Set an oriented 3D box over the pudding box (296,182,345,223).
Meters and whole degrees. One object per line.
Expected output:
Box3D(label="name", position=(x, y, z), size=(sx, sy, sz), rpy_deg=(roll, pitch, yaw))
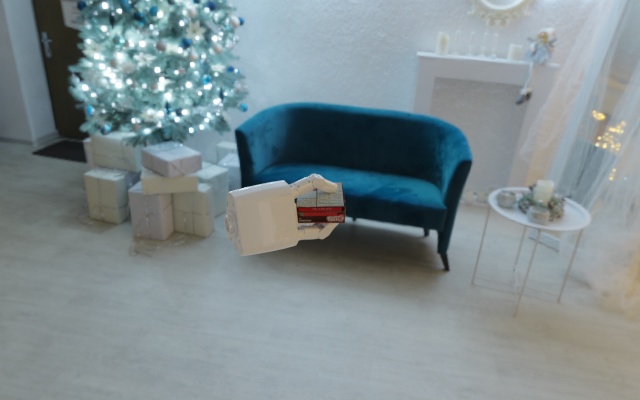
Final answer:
Box3D(label="pudding box", position=(0.000, 0.003, 0.892), size=(0.090, 0.039, 0.113), rpy_deg=(1, 27, 0))
